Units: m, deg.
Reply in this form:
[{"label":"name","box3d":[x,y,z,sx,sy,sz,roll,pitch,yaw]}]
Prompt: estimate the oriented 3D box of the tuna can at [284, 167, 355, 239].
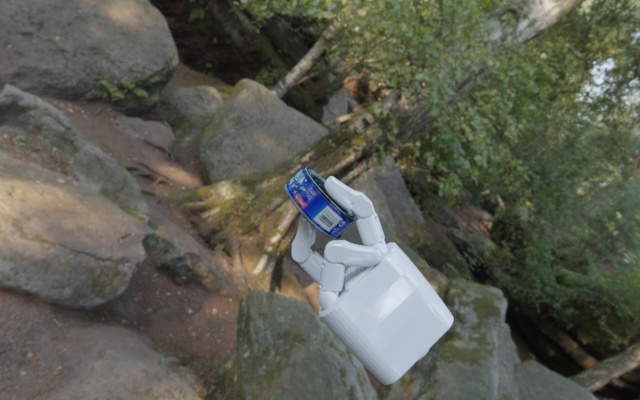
[{"label":"tuna can","box3d":[0.000,0.001,0.549,0.034,0.086,0.086,-43,-10,10]}]
